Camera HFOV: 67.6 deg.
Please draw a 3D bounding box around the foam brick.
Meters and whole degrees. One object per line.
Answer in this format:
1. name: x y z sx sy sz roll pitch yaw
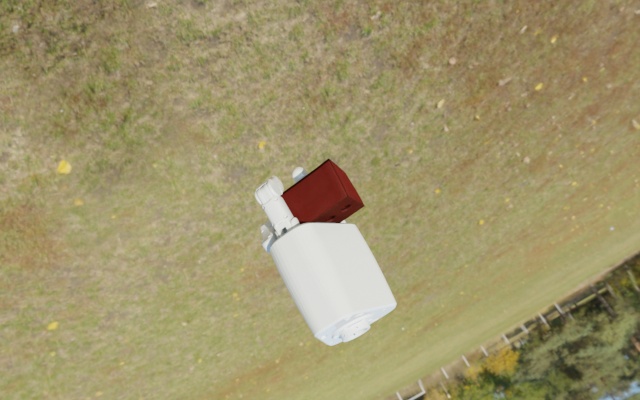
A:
1. foam brick: 0.000 0.001 0.537 0.078 0.051 0.053 -36 -26 14
